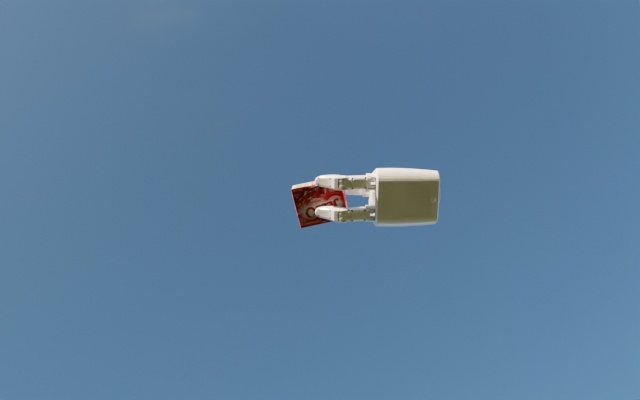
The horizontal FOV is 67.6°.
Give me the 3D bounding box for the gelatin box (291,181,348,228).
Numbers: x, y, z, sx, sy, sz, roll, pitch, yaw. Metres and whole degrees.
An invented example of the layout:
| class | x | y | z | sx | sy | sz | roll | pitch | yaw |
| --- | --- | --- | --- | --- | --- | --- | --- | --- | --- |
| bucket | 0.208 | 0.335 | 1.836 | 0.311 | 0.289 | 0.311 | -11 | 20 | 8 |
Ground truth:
| class | x | y | z | sx | sy | sz | roll | pitch | yaw |
| --- | --- | --- | --- | --- | --- | --- | --- | --- | --- |
| gelatin box | 0.000 | 0.003 | 0.834 | 0.089 | 0.073 | 0.030 | -12 | 14 | 7 |
